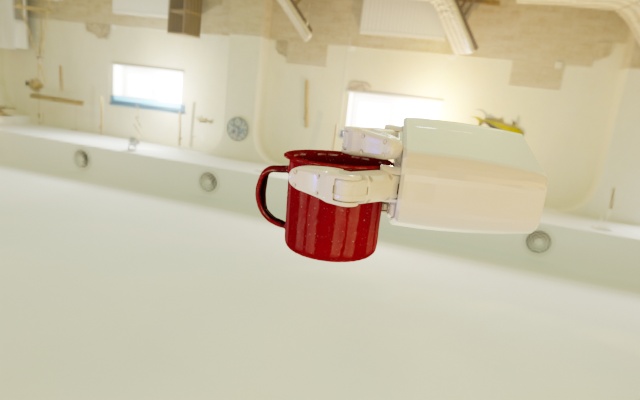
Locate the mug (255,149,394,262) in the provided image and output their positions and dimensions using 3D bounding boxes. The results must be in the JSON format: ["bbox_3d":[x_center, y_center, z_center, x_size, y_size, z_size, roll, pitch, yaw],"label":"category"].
[{"bbox_3d":[-0.001,0.001,0.414,0.117,0.081,0.093,7,13,7],"label":"mug"}]
